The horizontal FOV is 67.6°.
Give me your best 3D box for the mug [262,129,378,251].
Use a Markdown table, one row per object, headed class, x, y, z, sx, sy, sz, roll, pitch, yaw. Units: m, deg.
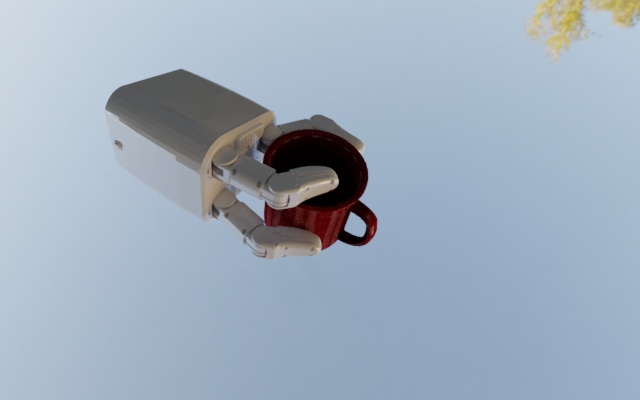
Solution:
| class | x | y | z | sx | sy | sz | roll | pitch | yaw |
| --- | --- | --- | --- | --- | --- | --- | --- | --- | --- |
| mug | 0.001 | 0.002 | 0.440 | 0.117 | 0.093 | 0.082 | 31 | -36 | 12 |
